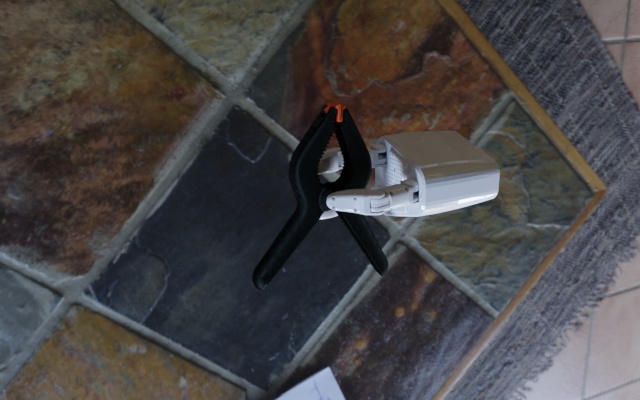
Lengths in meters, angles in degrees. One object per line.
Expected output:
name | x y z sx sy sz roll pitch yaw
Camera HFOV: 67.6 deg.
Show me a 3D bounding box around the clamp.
clamp | 0.001 0.001 0.518 0.164 0.210 0.036 -10 19 -21
